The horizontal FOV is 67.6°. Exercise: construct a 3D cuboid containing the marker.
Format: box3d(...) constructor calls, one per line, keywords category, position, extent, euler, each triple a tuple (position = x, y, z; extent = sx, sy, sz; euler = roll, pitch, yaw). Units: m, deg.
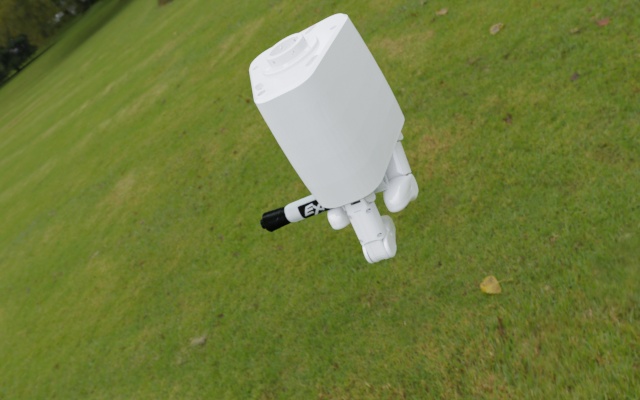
box3d(category="marker", position=(0.000, 0.001, 0.413), extent=(0.121, 0.020, 0.020), euler=(-21, -8, 21))
